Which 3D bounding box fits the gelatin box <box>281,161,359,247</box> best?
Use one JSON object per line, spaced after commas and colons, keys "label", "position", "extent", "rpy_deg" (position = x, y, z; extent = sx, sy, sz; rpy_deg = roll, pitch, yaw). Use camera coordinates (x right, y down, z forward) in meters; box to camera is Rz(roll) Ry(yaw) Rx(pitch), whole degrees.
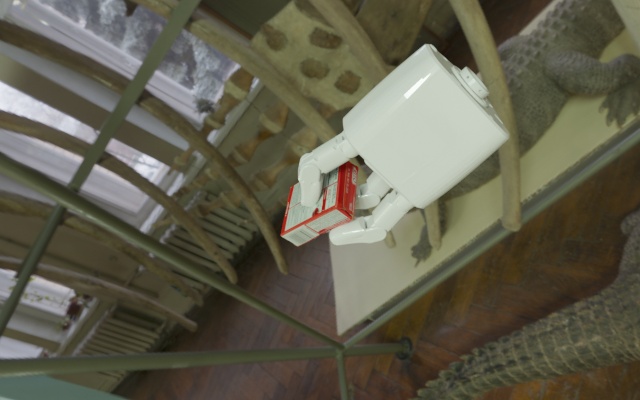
{"label": "gelatin box", "position": [0.000, 0.002, 0.527], "extent": [0.089, 0.073, 0.030], "rpy_deg": [-29, -52, 36]}
